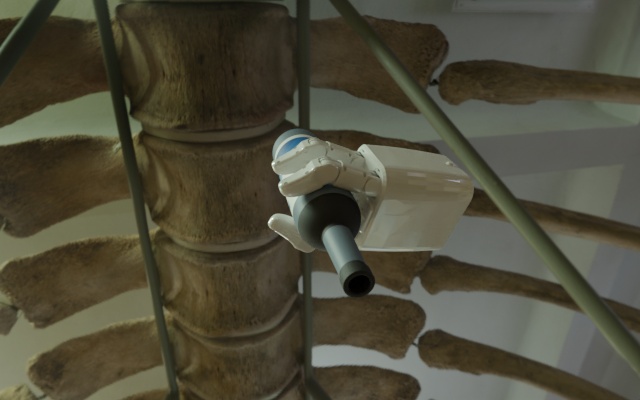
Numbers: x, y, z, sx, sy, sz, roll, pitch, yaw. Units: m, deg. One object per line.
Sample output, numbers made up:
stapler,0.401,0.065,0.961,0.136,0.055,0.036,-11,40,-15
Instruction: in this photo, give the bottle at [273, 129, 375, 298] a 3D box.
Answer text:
bottle,0.000,0.002,0.513,0.069,0.069,0.295,0,27,-14
